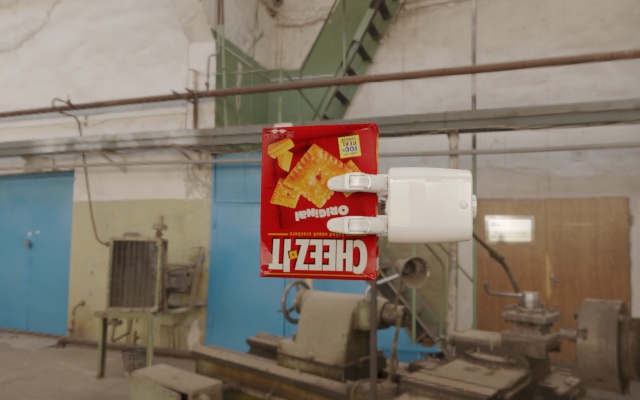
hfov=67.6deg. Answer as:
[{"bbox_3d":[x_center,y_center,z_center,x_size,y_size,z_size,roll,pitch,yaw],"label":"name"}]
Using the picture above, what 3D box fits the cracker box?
[{"bbox_3d":[0.000,0.002,0.674,0.164,0.213,0.072,0,-4,10],"label":"cracker box"}]
